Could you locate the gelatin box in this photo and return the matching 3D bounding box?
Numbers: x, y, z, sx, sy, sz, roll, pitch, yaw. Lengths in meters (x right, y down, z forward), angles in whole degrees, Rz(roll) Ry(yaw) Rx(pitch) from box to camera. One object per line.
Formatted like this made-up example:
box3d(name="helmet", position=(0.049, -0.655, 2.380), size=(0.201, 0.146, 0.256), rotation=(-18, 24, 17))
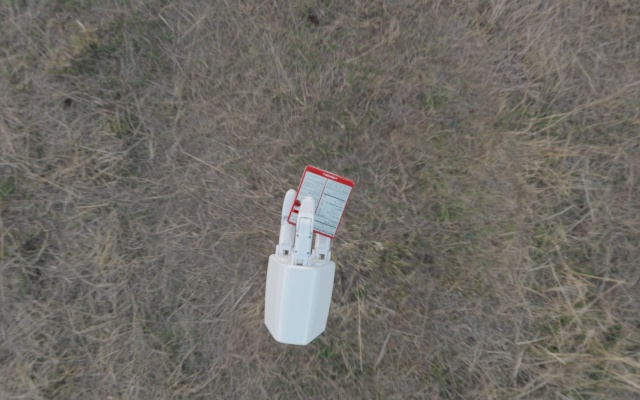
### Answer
box3d(name="gelatin box", position=(0.000, 0.002, 0.689), size=(0.073, 0.089, 0.030), rotation=(20, 5, 0))
